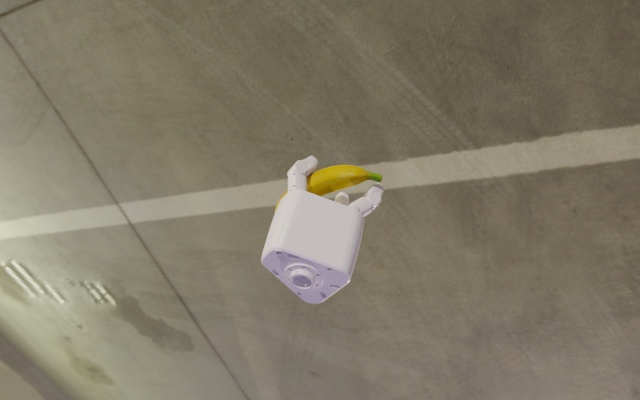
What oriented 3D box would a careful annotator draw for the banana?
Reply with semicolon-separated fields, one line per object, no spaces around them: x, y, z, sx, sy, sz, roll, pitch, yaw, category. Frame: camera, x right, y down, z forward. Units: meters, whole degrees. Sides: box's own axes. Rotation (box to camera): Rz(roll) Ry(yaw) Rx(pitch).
-0.008;-0.010;0.721;0.198;0.037;0.070;-23;-51;29;banana
